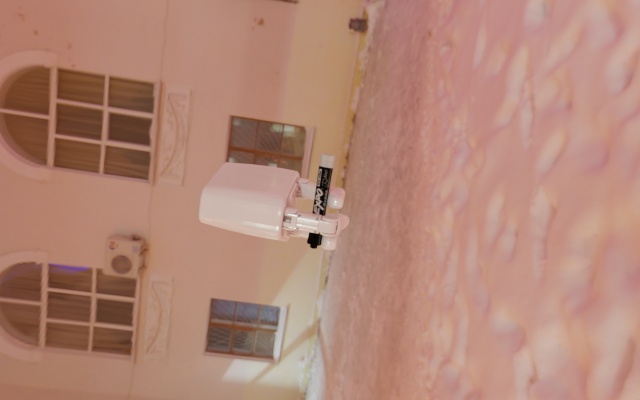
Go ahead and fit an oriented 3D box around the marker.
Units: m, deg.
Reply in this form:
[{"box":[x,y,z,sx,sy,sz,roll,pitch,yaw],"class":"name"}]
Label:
[{"box":[0.000,0.002,0.602,0.020,0.121,0.020,9,10,-2],"class":"marker"}]
